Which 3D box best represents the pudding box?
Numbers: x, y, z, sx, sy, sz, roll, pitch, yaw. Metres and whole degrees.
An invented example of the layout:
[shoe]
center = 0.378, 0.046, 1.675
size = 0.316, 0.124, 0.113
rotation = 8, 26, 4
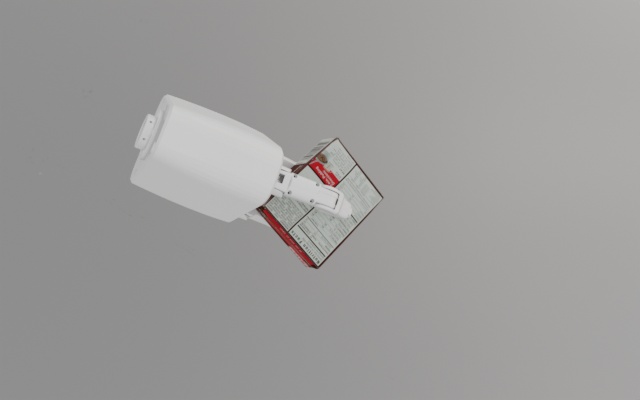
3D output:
[pudding box]
center = 0.000, 0.002, 0.502
size = 0.113, 0.090, 0.039
rotation = -44, 17, -18
